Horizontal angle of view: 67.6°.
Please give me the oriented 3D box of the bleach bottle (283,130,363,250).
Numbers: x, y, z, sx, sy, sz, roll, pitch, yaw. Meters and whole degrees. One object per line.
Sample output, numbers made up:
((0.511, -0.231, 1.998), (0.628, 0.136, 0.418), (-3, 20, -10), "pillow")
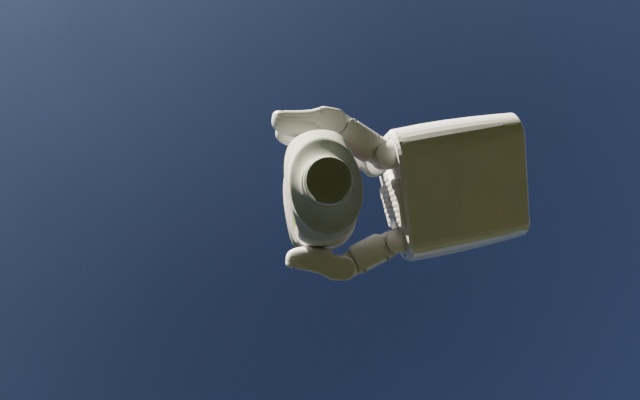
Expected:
((0.000, 0.001, 0.412), (0.068, 0.102, 0.251), (-10, -2, -3), "bleach bottle")
